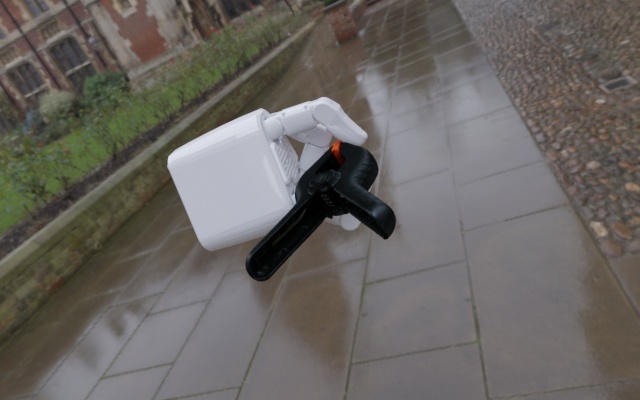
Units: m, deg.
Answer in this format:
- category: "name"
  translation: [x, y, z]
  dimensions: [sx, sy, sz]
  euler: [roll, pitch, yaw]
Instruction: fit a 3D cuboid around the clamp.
- category: "clamp"
  translation: [0.000, 0.001, 0.400]
  dimensions: [0.120, 0.039, 0.171]
  euler: [-20, 22, 13]
